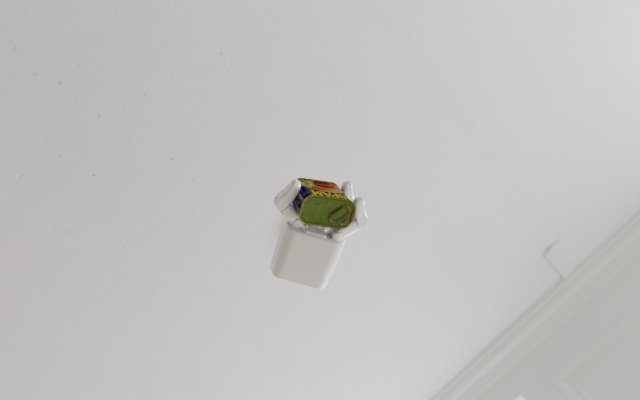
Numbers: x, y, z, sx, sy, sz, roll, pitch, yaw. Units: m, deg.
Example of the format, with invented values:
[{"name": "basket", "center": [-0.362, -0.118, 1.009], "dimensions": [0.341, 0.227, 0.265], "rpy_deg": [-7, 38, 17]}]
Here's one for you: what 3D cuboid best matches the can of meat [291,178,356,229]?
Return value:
[{"name": "can of meat", "center": [0.000, 0.003, 0.850], "dimensions": [0.102, 0.057, 0.084], "rpy_deg": [8, 23, -24]}]
